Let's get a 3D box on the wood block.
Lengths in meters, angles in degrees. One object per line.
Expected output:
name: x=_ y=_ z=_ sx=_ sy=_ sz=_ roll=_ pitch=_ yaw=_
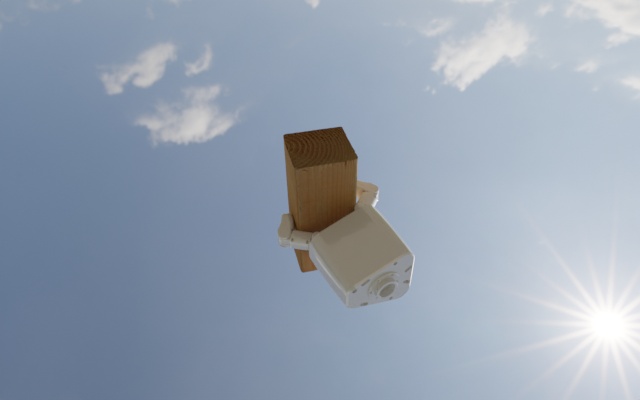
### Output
wood block: x=0.000 y=0.003 z=0.729 sx=0.091 sy=0.206 sz=0.090 roll=-9 pitch=41 yaw=-10
